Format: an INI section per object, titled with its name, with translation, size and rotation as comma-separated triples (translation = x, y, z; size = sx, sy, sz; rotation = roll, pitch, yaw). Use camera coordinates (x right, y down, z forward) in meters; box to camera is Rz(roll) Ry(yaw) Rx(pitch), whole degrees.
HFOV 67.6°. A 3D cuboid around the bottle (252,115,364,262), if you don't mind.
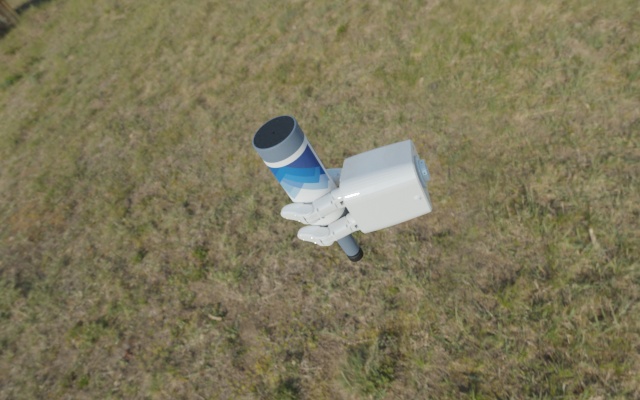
[bottle]
translation = 0.000, 0.002, 0.726
size = 0.069, 0.069, 0.296
rotation = 0, -39, 33
